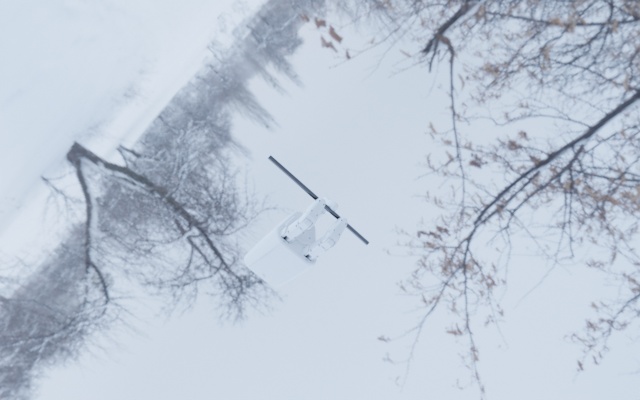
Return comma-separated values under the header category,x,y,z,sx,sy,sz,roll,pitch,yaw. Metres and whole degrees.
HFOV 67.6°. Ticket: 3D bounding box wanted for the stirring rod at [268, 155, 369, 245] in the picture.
category,x,y,z,sx,sy,sz,roll,pitch,yaw
stirring rod,0.000,0.003,0.840,0.239,0.011,0.011,41,-15,-17
